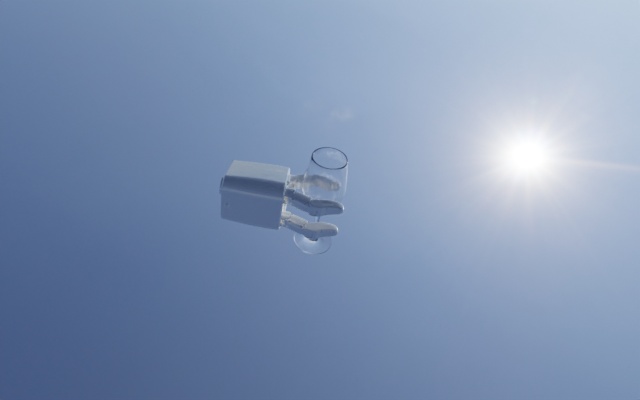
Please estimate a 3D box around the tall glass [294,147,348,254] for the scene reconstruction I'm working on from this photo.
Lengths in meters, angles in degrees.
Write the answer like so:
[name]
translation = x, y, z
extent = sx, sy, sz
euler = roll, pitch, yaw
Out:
[tall glass]
translation = 0.000, 0.003, 0.858
extent = 0.079, 0.201, 0.079
euler = 7, 41, -6
